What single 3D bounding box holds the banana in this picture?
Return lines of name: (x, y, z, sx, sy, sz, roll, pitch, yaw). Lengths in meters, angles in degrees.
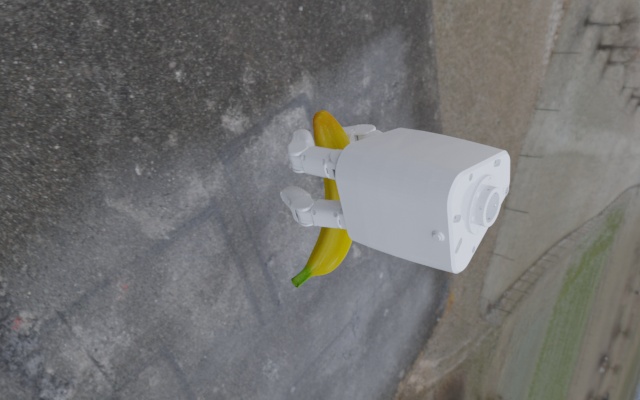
banana: (0.013, 0.002, 0.514, 0.037, 0.198, 0.069, 23, 24, 40)
